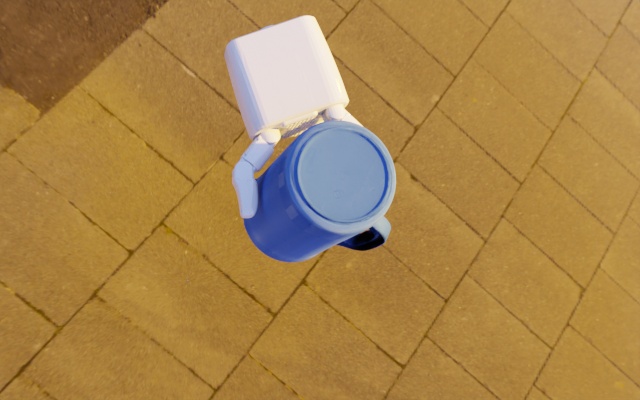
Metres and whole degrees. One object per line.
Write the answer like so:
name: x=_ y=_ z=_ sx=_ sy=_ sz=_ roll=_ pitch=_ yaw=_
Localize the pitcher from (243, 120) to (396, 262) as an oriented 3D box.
pitcher: x=0.000 y=0.002 z=0.544 sx=0.149 sy=0.145 sz=0.243 roll=-17 pitch=-5 yaw=-17
